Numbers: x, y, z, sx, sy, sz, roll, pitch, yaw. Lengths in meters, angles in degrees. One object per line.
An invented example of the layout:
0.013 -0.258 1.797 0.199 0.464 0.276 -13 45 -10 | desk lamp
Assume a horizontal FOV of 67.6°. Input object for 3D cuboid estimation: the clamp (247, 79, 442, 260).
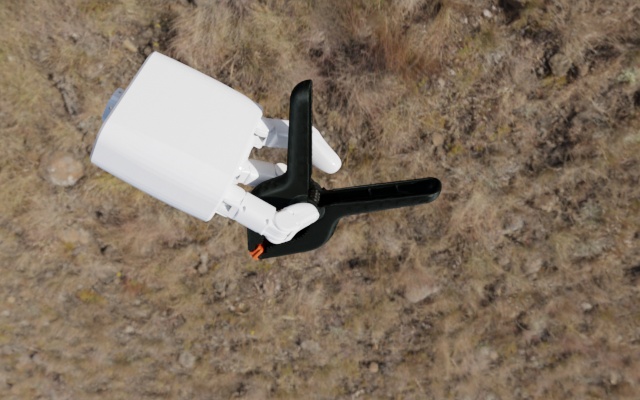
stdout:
-0.001 0.002 0.468 0.164 0.036 0.210 29 -51 -14 | clamp
